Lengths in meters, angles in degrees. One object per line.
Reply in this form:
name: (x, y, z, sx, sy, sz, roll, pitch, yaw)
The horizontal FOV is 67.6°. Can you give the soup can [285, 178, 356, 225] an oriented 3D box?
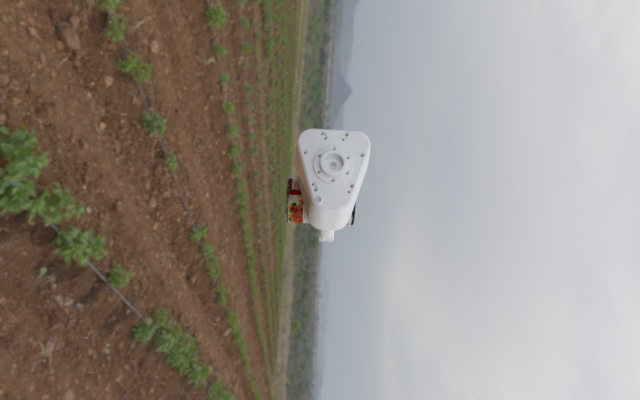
soup can: (0.000, 0.003, 0.723, 0.102, 0.068, 0.068, 3, 0, -1)
